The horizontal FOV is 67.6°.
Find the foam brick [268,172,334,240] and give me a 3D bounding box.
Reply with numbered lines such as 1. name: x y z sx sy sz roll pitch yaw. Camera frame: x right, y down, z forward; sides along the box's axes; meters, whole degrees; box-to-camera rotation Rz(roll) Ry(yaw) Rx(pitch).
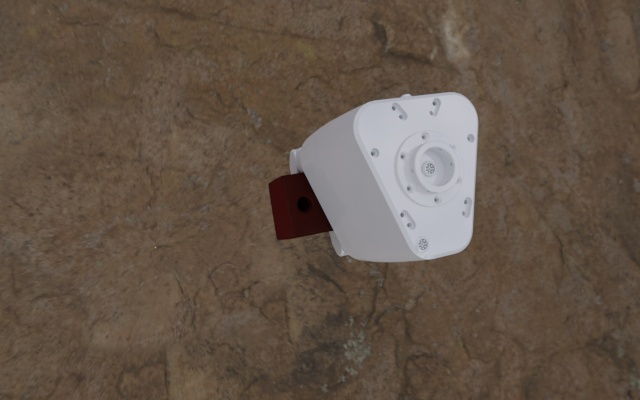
1. foam brick: 0.000 0.002 0.416 0.078 0.053 0.051 -11 -1 -19
